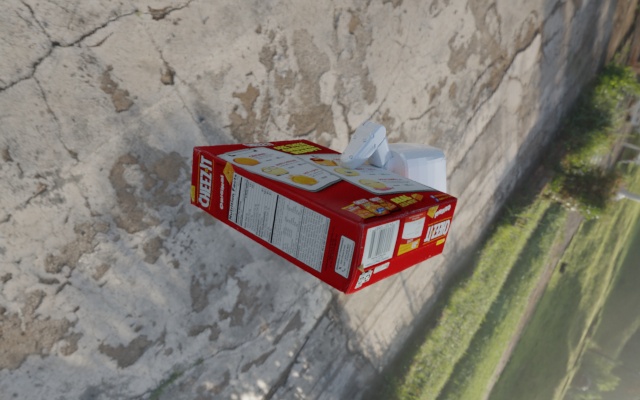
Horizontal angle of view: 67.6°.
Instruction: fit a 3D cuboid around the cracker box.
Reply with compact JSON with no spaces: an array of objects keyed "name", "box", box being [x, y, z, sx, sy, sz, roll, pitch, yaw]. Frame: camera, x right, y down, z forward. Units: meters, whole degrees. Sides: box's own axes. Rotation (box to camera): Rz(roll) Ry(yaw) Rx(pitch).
[{"name":"cracker box","box":[0.000,0.001,0.478,0.213,0.072,0.164,24,23,35]}]
